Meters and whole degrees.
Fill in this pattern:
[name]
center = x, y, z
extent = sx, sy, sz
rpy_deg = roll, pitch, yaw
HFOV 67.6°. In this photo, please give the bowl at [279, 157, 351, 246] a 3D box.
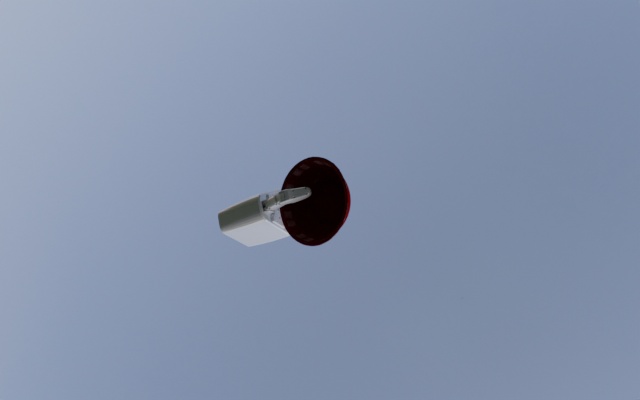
[bowl]
center = 0.001, 0.003, 0.875
extent = 0.162, 0.162, 0.055
rpy_deg = 0, -4, 40
